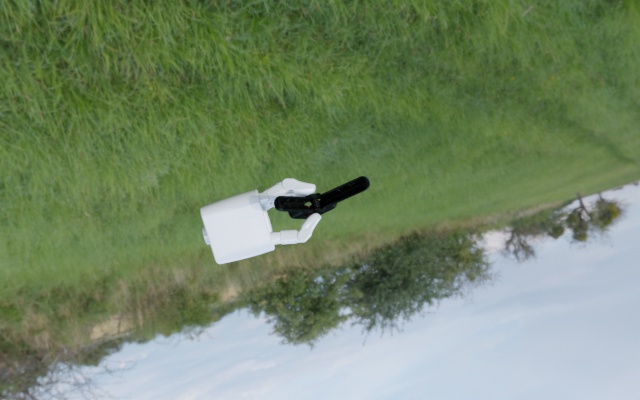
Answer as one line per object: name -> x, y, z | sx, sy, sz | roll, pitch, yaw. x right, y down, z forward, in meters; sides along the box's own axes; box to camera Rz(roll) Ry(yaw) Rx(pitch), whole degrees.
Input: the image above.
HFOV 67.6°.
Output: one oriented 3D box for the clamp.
clamp -> 0.000, 0.004, 0.872 | 0.164, 0.036, 0.210 | -14, -9, -5
